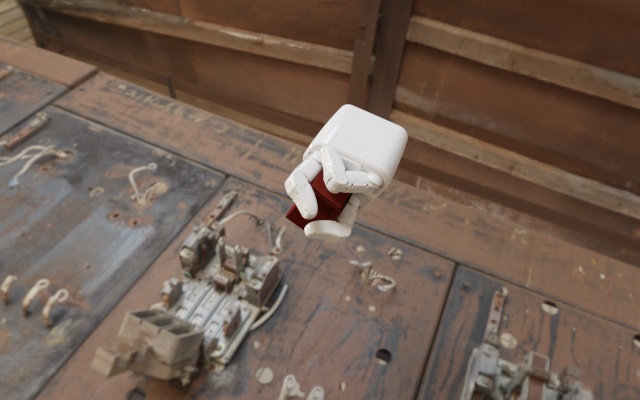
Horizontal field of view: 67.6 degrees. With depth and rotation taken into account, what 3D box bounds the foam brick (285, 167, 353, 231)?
[{"bbox_3d":[0.000,0.002,0.625,0.053,0.051,0.078,36,-41,-6],"label":"foam brick"}]
